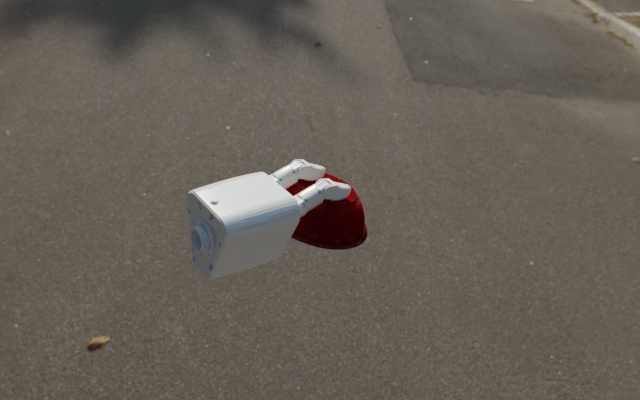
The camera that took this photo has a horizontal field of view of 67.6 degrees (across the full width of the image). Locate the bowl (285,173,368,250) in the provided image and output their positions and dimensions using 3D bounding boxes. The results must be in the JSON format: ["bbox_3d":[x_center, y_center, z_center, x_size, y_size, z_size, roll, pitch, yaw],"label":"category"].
[{"bbox_3d":[0.001,0.002,0.688,0.162,0.055,0.162,16,25,-8],"label":"bowl"}]
